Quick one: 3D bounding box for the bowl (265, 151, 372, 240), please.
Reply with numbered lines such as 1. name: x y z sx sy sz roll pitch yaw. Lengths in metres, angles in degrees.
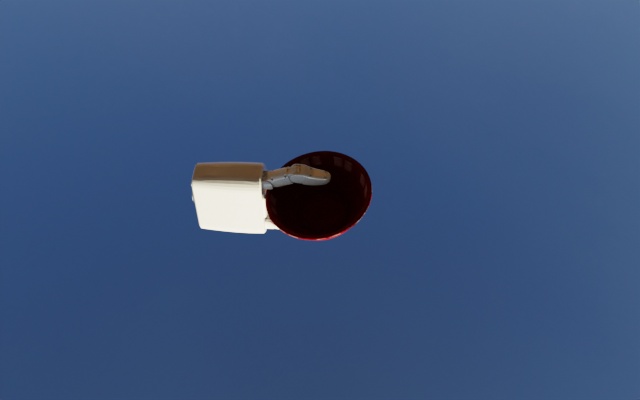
1. bowl: 0.001 0.003 0.729 0.162 0.162 0.055 0 -34 12
